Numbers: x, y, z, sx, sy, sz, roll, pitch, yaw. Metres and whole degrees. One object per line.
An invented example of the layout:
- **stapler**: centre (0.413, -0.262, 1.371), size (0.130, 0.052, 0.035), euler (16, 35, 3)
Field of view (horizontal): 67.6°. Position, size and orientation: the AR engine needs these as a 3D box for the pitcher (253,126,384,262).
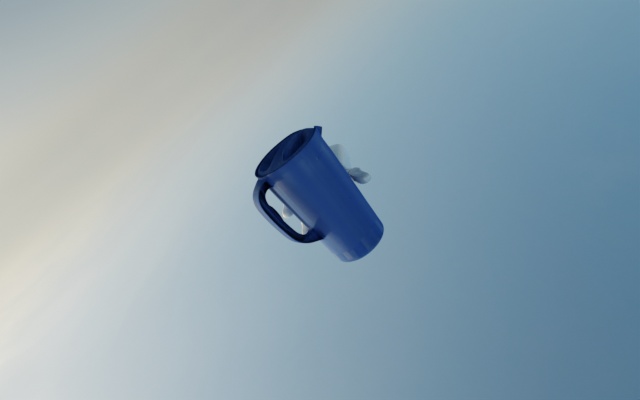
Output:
- **pitcher**: centre (0.000, 0.003, 0.850), size (0.149, 0.243, 0.145), euler (-33, 23, 16)
